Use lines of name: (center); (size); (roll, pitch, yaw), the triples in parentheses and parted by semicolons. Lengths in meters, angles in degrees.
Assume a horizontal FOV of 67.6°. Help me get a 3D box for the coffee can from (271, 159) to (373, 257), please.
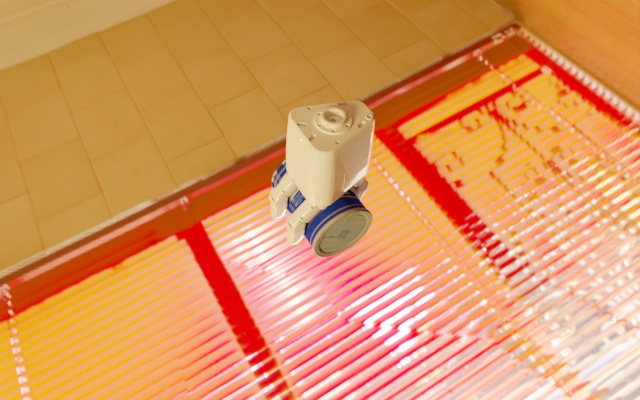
coffee can: (0.000, 0.003, 0.744); (0.103, 0.140, 0.103); (-25, -32, -17)
